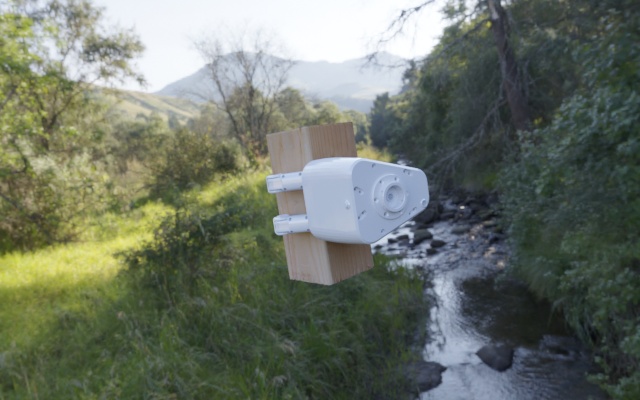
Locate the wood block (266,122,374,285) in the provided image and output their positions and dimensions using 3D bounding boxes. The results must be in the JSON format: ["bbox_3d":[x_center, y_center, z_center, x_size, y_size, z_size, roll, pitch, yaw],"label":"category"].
[{"bbox_3d":[0.001,0.002,0.665,0.091,0.206,0.090,-14,8,-41],"label":"wood block"}]
